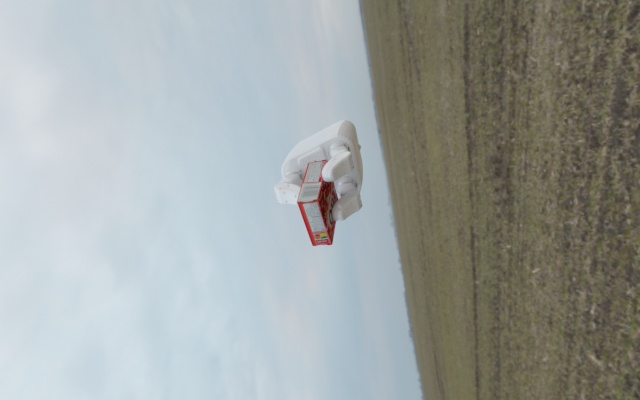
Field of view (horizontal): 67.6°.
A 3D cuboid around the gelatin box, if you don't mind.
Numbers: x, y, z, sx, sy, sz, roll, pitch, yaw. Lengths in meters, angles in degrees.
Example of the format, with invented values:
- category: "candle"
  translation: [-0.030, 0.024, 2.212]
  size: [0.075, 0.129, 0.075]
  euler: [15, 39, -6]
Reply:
- category: "gelatin box"
  translation: [0.000, 0.002, 0.609]
  size: [0.030, 0.073, 0.089]
  euler: [-6, 36, 15]
